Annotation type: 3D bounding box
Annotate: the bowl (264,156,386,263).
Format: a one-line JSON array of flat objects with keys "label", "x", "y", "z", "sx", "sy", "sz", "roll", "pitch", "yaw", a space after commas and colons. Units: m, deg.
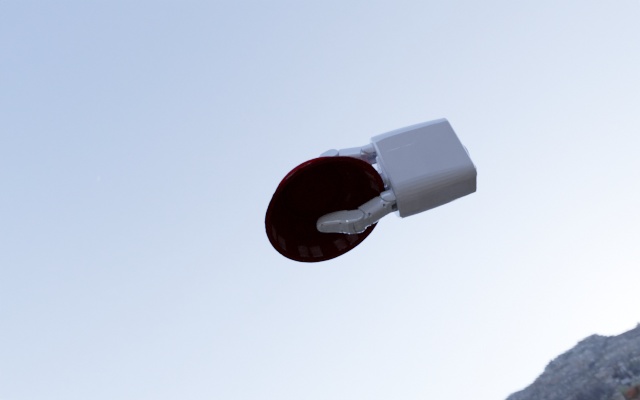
[{"label": "bowl", "x": -0.001, "y": 0.002, "z": 0.613, "sx": 0.162, "sy": 0.162, "sz": 0.055, "roll": 0, "pitch": 33, "yaw": -25}]
